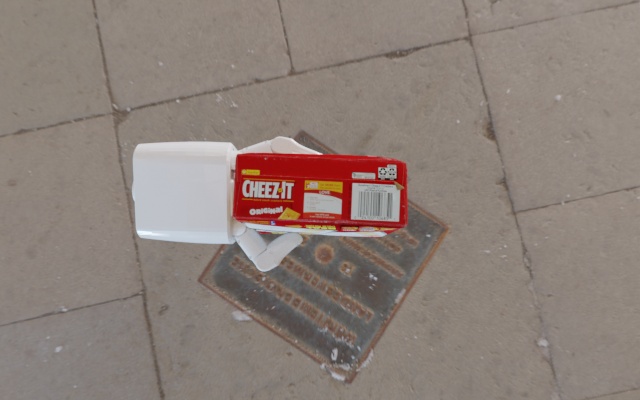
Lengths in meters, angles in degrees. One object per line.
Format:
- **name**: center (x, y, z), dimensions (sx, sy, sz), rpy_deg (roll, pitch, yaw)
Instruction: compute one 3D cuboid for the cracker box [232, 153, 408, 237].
- **cracker box**: center (0.000, 0.002, 0.545), dimensions (0.164, 0.072, 0.214), rpy_deg (2, -7, 0)
